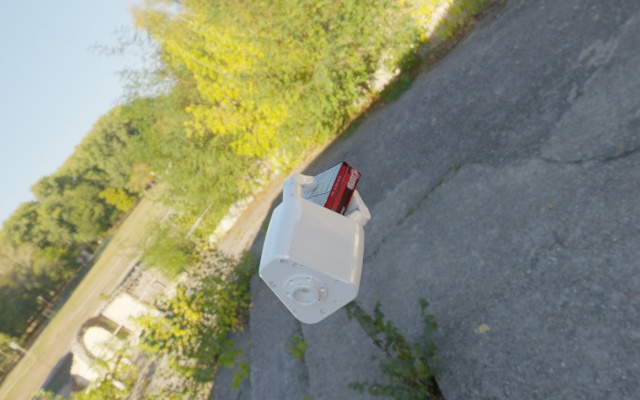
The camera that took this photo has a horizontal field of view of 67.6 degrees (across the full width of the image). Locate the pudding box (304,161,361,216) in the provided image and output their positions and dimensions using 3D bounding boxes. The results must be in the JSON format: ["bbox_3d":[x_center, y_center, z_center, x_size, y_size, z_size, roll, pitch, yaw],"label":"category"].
[{"bbox_3d":[0.000,0.002,0.677,0.039,0.090,0.113,37,-30,-22],"label":"pudding box"}]
